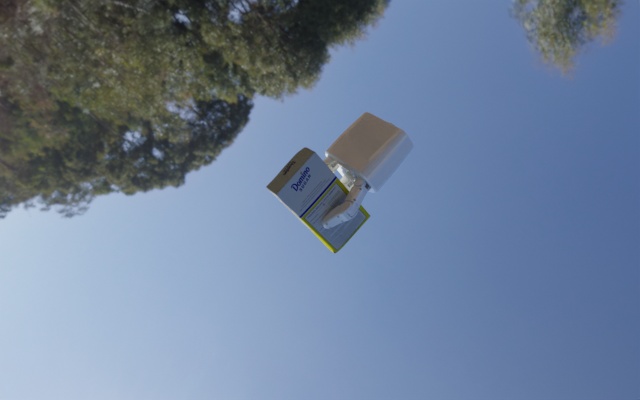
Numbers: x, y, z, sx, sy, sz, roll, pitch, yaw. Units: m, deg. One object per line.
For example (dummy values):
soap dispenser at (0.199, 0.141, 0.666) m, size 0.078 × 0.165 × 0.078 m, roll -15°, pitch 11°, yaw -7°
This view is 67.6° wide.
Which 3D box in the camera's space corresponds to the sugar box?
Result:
sugar box at (0.000, 0.002, 0.793) m, size 0.176 × 0.093 × 0.048 m, roll 47°, pitch -8°, yaw -34°
